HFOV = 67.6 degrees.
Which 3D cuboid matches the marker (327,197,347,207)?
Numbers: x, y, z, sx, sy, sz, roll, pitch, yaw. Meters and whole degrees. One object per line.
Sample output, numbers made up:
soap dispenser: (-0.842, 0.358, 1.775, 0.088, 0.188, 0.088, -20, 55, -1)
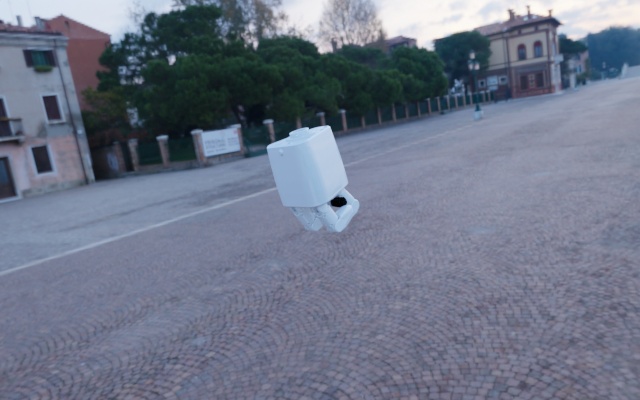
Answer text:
marker: (0.000, 0.003, 0.853, 0.020, 0.020, 0.121, 0, 0, -44)
